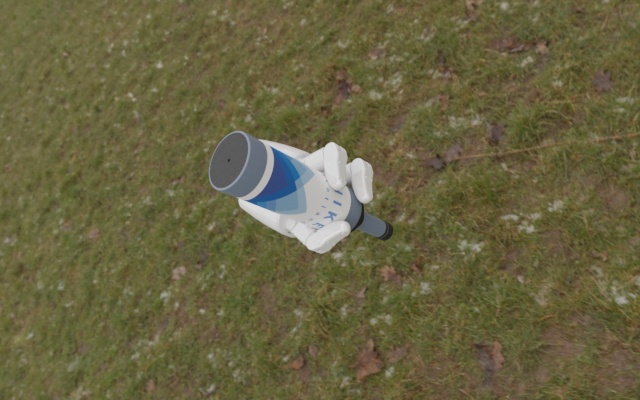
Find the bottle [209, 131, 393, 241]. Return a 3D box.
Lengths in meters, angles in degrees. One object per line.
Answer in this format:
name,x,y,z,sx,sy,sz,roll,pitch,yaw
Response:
bottle,0.000,0.002,0.598,0.069,0.069,0.296,0,-17,43
